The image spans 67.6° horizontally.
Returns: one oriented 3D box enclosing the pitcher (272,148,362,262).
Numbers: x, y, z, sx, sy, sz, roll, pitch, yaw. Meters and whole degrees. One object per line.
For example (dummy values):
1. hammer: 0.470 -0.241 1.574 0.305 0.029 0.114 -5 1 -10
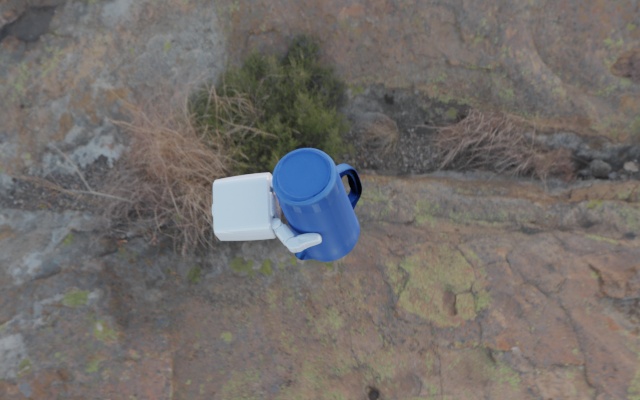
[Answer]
1. pitcher: 0.000 0.003 0.869 0.145 0.149 0.243 -5 -27 8
